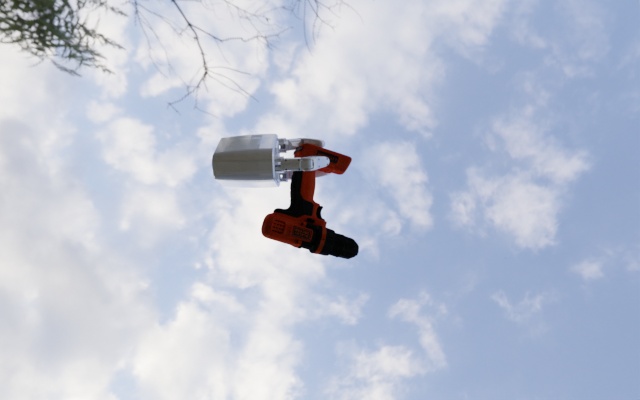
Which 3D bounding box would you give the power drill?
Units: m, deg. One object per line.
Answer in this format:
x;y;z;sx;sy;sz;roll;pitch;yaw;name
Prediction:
0.000;0.002;0.868;0.184;0.187;0.057;17;-13;-17;power drill
